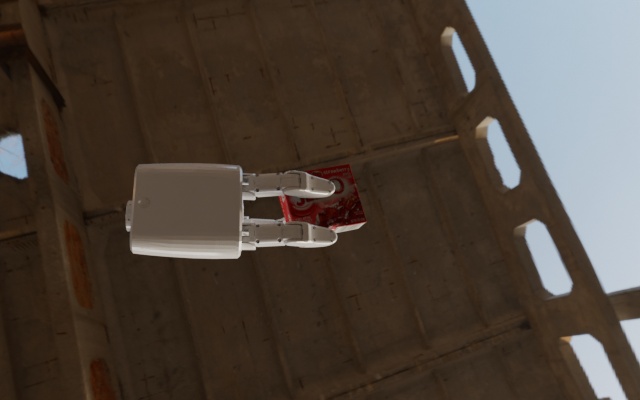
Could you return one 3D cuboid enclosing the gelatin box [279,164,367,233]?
[{"bbox_3d":[0.000,0.002,0.544,0.089,0.073,0.030,-10,-16,-22],"label":"gelatin box"}]
